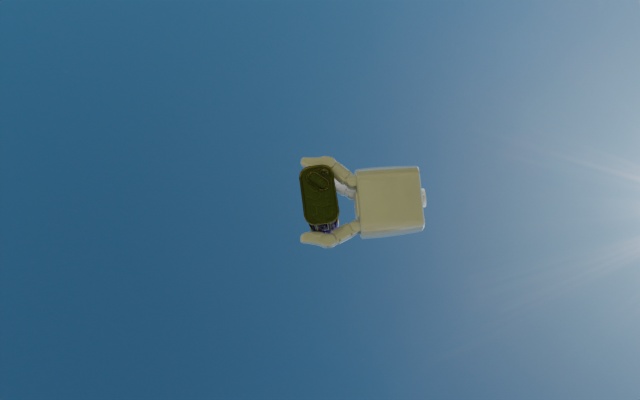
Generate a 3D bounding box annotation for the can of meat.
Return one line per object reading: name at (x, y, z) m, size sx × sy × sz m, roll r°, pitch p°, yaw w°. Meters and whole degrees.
can of meat at (0.000, 0.003, 0.807) m, size 0.057 × 0.102 × 0.084 m, roll -9°, pitch -19°, yaw 1°
